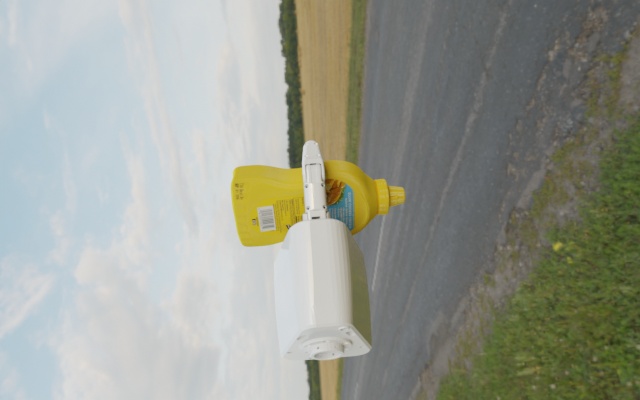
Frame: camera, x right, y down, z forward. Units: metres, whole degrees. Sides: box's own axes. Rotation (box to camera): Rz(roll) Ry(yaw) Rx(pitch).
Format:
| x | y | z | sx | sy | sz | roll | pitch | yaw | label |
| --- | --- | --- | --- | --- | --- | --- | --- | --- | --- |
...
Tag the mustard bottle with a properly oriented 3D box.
| x | y | z | sx | sy | sz | roll | pitch | yaw | label |
| --- | --- | --- | --- | --- | --- | --- | --- | --- | --- |
| 0.000 | 0.002 | 0.541 | 0.191 | 0.096 | 0.058 | -4 | 33 | -2 | mustard bottle |
